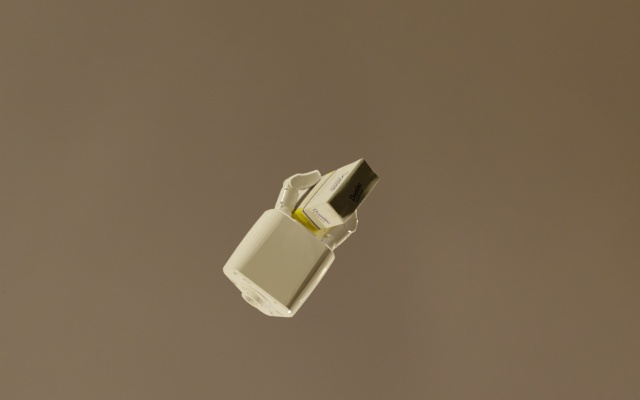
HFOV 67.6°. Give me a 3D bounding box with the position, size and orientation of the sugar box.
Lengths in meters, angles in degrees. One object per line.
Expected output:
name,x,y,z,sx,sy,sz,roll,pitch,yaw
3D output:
sugar box,0.000,0.003,0.699,0.093,0.048,0.176,-50,18,-29
